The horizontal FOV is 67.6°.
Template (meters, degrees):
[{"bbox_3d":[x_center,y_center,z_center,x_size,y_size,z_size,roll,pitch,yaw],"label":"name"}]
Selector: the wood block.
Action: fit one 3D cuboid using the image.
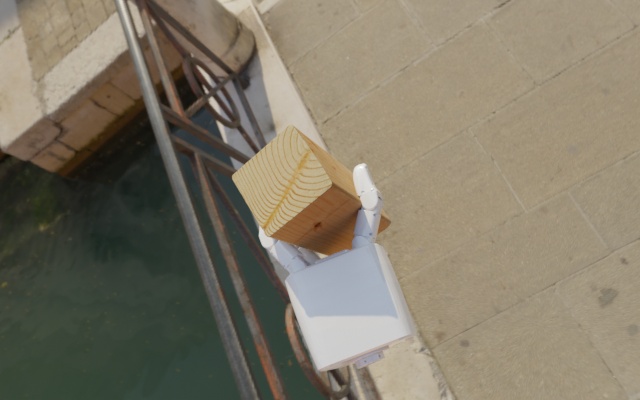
[{"bbox_3d":[0.000,0.002,0.583,0.091,0.090,0.206,-39,-26,11],"label":"wood block"}]
